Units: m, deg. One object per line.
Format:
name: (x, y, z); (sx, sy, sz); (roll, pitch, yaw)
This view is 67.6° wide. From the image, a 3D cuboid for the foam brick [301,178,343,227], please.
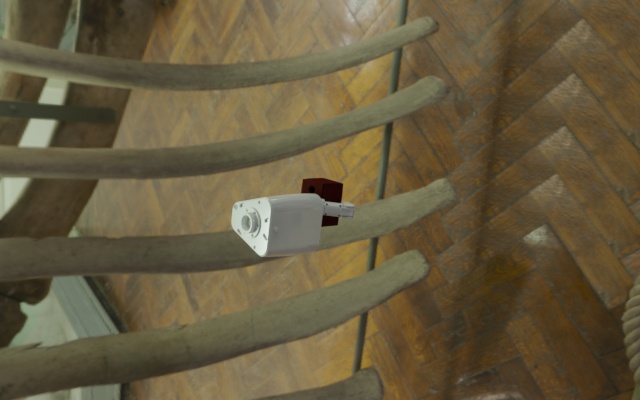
foam brick: (0.000, 0.002, 0.829); (0.051, 0.078, 0.053); (-2, 12, -44)
